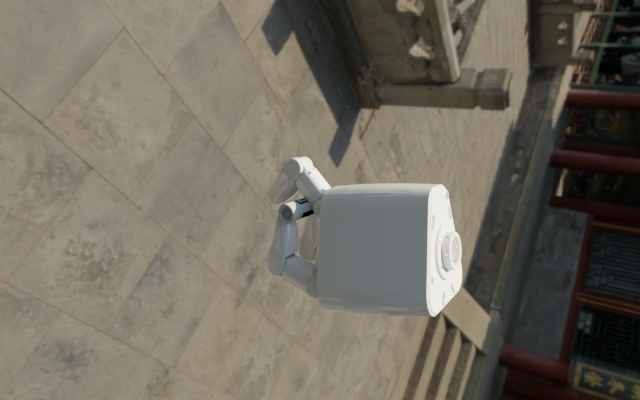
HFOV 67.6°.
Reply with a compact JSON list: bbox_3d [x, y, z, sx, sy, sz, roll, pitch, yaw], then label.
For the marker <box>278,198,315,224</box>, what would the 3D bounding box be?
[{"bbox_3d":[0.000,0.002,0.490,0.020,0.020,0.121,0,10,33],"label":"marker"}]
